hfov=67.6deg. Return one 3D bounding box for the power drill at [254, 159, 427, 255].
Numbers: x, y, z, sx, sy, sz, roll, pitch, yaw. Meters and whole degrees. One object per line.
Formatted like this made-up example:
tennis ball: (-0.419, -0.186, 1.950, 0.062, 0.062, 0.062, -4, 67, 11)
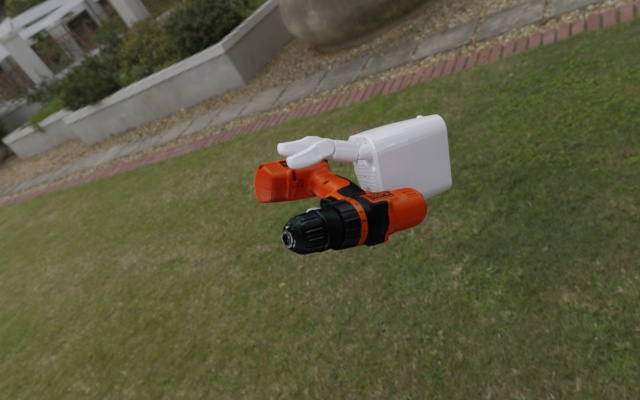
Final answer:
power drill: (0.000, 0.002, 0.557, 0.184, 0.057, 0.187, -10, 25, -36)
